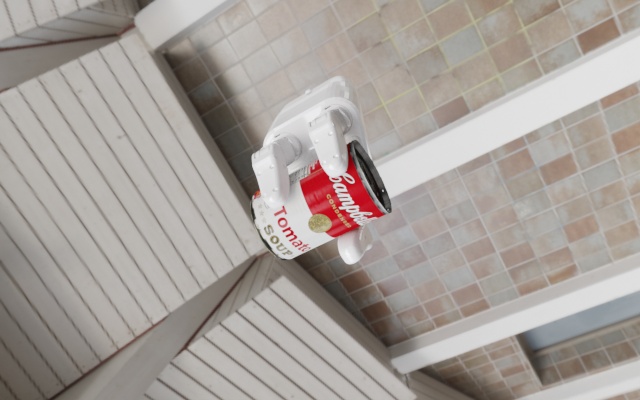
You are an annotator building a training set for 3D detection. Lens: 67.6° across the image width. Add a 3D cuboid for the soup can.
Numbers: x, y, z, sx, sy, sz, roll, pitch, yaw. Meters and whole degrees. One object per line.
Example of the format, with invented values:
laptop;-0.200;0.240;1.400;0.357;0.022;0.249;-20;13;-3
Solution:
soup can;0.000;0.002;0.408;0.102;0.068;0.068;-26;-8;17
